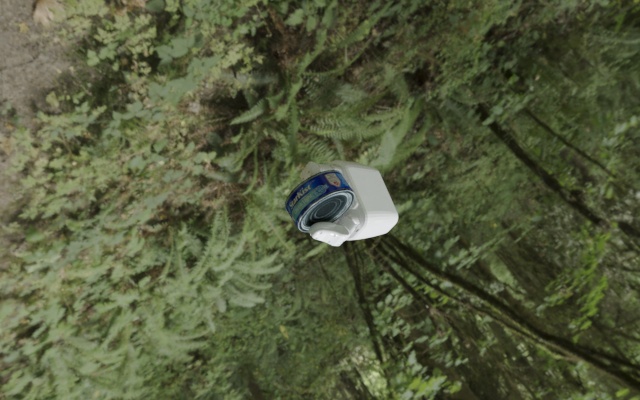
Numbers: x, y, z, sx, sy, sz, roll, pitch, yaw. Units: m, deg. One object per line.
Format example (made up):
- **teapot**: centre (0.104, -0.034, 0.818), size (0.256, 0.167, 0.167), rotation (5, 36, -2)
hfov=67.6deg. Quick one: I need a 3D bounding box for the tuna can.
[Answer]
- **tuna can**: centre (0.000, 0.002, 0.604), size (0.086, 0.033, 0.086), rotation (-27, -26, -14)
